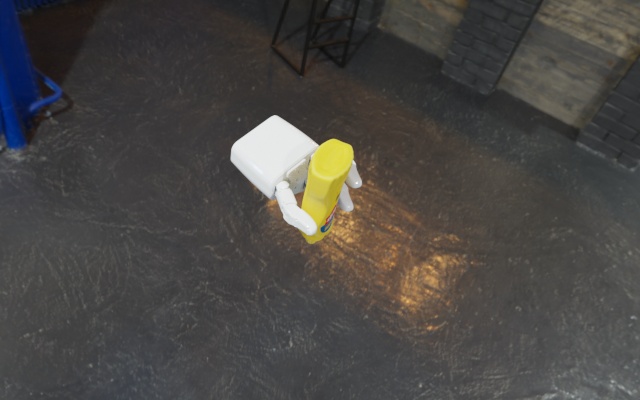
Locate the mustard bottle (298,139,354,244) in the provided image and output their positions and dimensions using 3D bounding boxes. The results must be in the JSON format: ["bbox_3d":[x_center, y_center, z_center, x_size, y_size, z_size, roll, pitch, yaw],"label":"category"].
[{"bbox_3d":[0.000,0.002,0.757,0.058,0.192,0.096,21,45,6],"label":"mustard bottle"}]
